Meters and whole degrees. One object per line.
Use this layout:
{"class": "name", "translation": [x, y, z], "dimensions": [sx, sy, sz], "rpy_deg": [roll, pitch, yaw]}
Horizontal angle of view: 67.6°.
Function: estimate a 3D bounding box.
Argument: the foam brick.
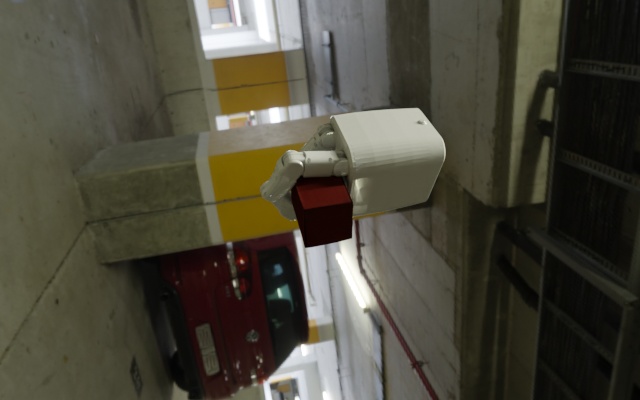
{"class": "foam brick", "translation": [0.000, 0.002, 0.501], "dimensions": [0.051, 0.053, 0.078], "rpy_deg": [-8, 41, -9]}
